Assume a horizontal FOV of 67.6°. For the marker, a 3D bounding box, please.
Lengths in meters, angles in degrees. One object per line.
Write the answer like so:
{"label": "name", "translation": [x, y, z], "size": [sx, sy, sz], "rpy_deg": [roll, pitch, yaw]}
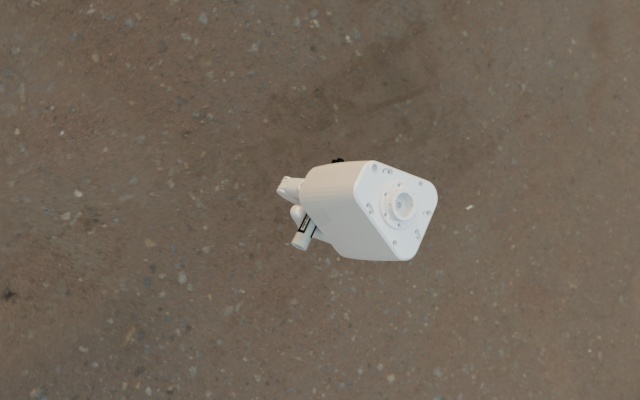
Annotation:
{"label": "marker", "translation": [0.000, 0.002, 0.567], "size": [0.020, 0.121, 0.020], "rpy_deg": [24, -17, 8]}
